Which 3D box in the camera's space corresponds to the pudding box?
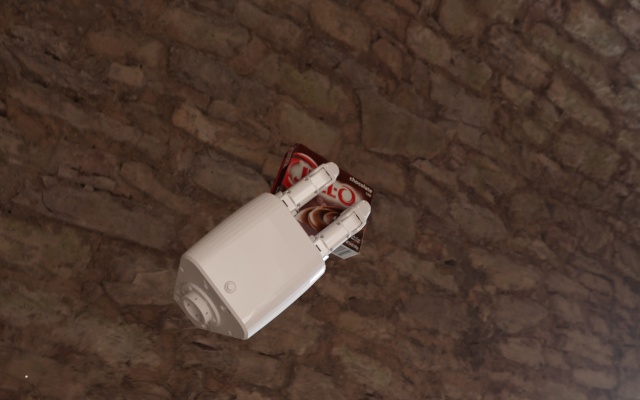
[{"bbox_3d":[0.000,0.002,0.533,0.113,0.090,0.039,31,-35,-21],"label":"pudding box"}]
